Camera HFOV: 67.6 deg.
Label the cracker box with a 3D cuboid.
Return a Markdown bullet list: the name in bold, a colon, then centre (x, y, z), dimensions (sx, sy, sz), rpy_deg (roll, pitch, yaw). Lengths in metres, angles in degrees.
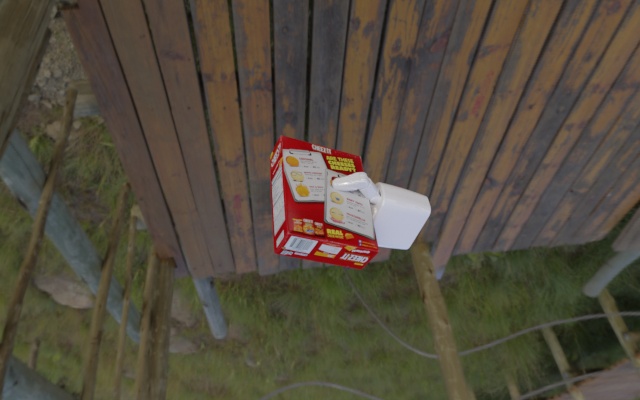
- **cracker box**: centre (0.000, 0.003, 0.821), dimensions (0.164, 0.213, 0.072), rpy_deg (13, -43, -23)
